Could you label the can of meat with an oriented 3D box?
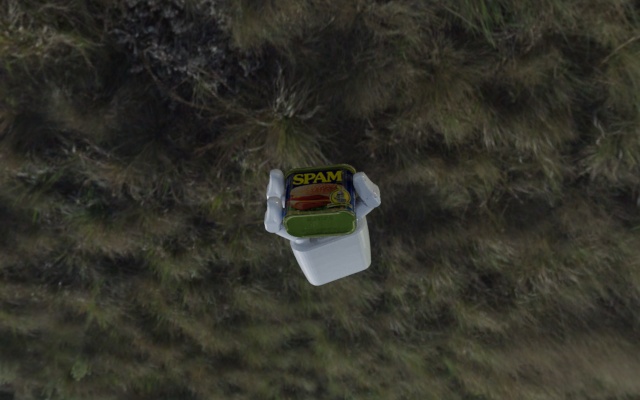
[{"bbox_3d":[0.000,0.002,0.652,0.102,0.083,0.057,-5,-41,7],"label":"can of meat"}]
